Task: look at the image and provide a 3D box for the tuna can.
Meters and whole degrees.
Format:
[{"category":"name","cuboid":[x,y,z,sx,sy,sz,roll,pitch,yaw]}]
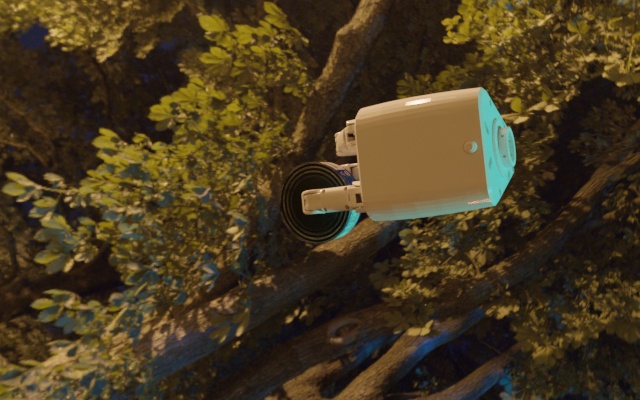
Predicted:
[{"category":"tuna can","cuboid":[0.000,0.002,0.507,0.086,0.086,0.034,0,5,29]}]
